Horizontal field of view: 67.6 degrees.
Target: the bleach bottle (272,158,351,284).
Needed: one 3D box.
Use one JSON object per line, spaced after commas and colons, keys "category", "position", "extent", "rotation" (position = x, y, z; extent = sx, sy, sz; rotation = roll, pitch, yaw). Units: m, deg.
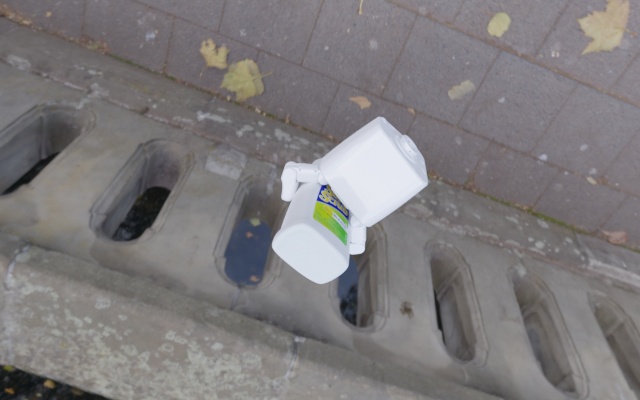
{"category": "bleach bottle", "position": [0.000, 0.002, 0.703], "extent": [0.068, 0.102, 0.250], "rotation": [-37, 23, 26]}
